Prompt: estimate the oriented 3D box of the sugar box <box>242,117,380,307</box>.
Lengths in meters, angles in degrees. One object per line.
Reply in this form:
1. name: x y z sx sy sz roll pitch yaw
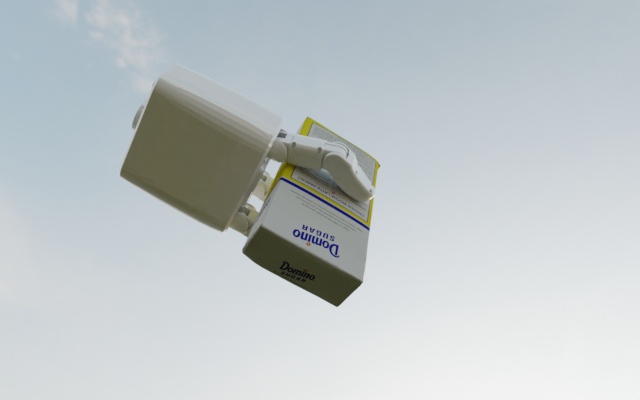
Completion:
1. sugar box: 0.000 0.002 0.432 0.093 0.048 0.176 31 39 -10
